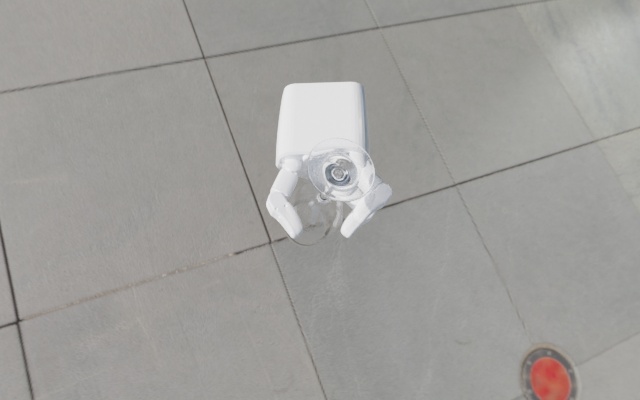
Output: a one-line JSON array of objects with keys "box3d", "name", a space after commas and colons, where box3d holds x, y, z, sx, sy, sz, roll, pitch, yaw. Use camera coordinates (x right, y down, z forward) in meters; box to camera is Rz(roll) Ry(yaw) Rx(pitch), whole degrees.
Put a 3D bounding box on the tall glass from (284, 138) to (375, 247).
[{"box3d": [0.000, 0.002, 0.592, 0.079, 0.079, 0.201, 0, -21, -14], "name": "tall glass"}]
